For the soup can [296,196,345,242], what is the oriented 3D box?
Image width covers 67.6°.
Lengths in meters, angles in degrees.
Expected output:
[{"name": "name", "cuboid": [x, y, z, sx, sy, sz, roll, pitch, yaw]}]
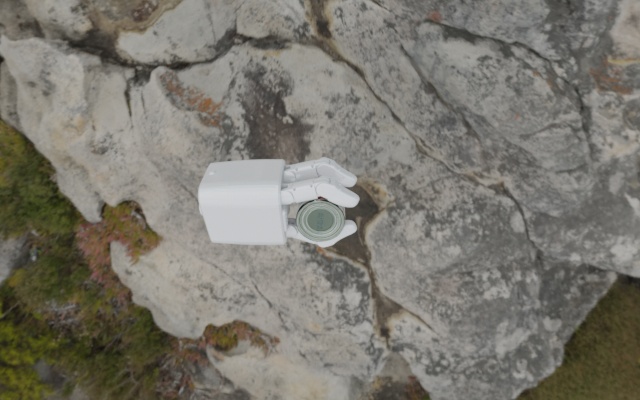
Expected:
[{"name": "soup can", "cuboid": [0.001, 0.002, 0.671, 0.068, 0.068, 0.102, 0, 31, 1]}]
